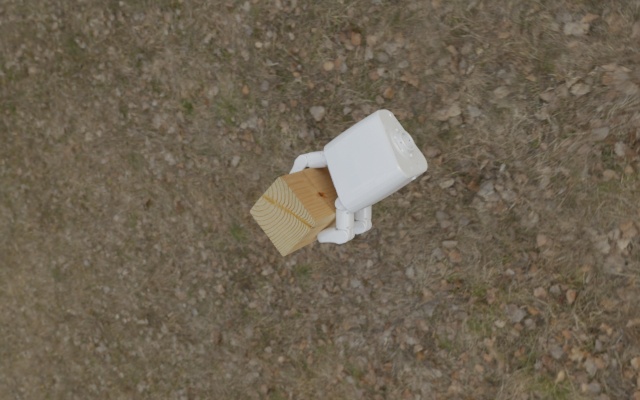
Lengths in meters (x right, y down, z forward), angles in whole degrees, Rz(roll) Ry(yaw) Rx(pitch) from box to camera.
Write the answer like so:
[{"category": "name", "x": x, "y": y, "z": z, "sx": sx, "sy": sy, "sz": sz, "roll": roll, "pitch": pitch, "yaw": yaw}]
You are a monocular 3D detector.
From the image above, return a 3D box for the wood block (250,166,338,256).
[{"category": "wood block", "x": 0.000, "y": 0.002, "z": 0.773, "sx": 0.090, "sy": 0.091, "sz": 0.206, "roll": -46, "pitch": -15, "yaw": 33}]
